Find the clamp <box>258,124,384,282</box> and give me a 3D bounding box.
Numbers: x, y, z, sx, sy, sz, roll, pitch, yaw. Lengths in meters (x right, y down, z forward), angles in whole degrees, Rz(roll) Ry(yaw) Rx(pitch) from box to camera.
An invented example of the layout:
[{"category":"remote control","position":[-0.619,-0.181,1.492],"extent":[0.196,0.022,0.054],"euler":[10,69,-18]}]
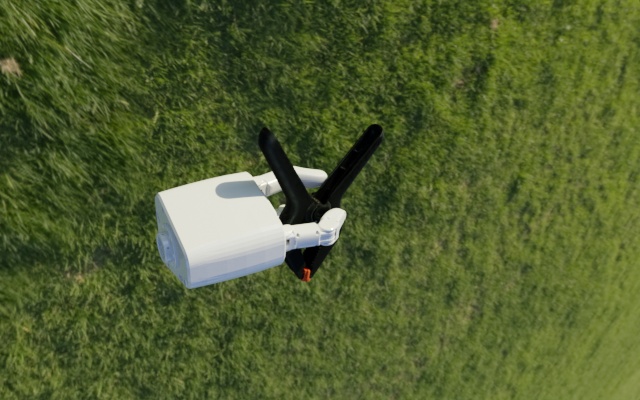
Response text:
[{"category":"clamp","position":[0.000,0.003,0.574],"extent":[0.164,0.210,0.036],"euler":[-14,34,-30]}]
